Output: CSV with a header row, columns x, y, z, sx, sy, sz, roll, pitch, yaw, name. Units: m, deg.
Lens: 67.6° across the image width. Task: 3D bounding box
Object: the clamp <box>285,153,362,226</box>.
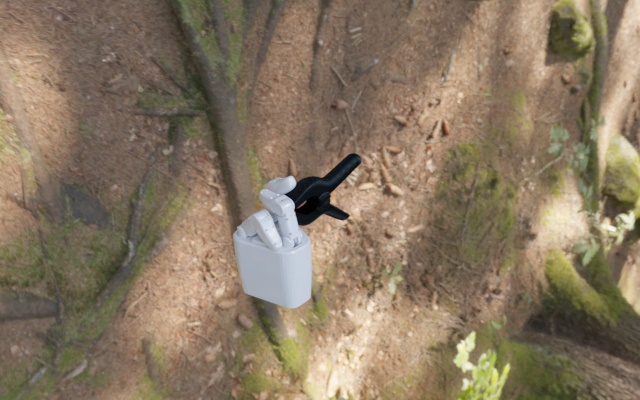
x,y,z,sx,sy,sz,roll,pitch,yaw,name
0.000,0.003,0.750,0.171,0.120,0.039,-26,37,-36,clamp
